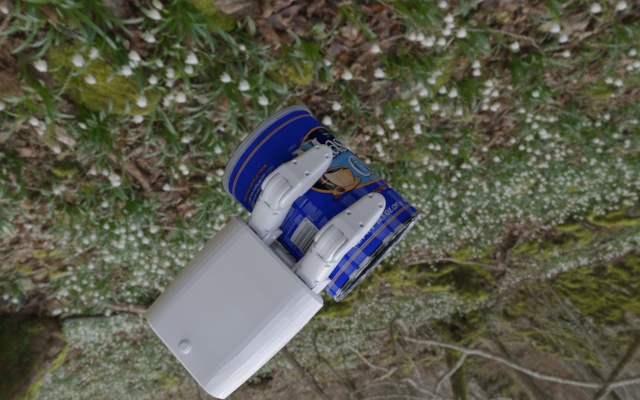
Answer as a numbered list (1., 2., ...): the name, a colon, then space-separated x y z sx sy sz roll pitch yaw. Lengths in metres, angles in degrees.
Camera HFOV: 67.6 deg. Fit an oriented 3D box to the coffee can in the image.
1. coffee can: 0.000 0.001 0.415 0.140 0.103 0.103 44 12 13
